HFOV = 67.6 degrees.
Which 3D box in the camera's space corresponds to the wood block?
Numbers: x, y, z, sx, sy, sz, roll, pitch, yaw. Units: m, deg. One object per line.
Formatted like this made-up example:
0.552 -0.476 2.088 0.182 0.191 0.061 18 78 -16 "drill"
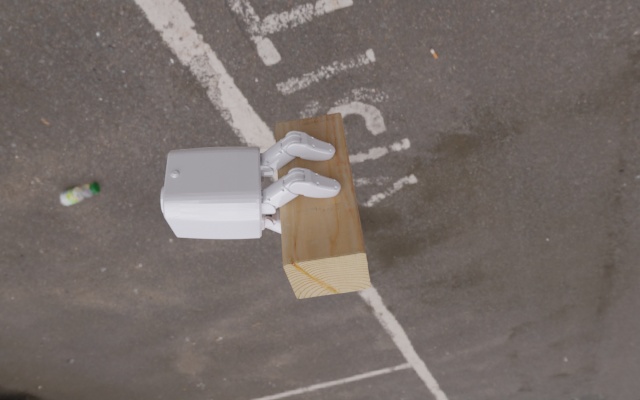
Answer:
0.000 0.002 0.584 0.090 0.206 0.091 -9 -35 3 "wood block"
